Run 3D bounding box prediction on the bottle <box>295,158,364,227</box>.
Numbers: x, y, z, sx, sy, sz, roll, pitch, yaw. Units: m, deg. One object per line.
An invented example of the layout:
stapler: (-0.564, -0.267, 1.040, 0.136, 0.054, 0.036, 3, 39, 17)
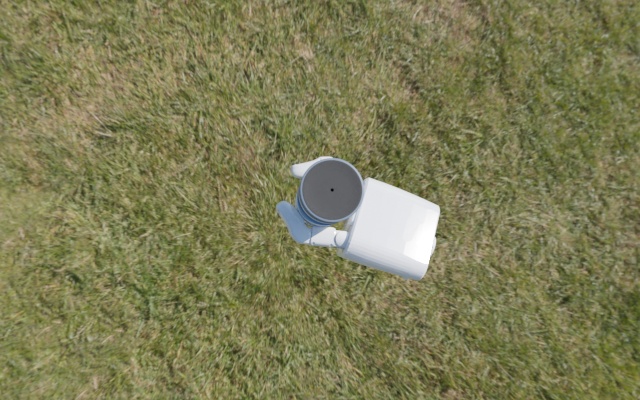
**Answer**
bottle: (0.000, 0.002, 0.632, 0.069, 0.069, 0.296, 0, -5, -5)
